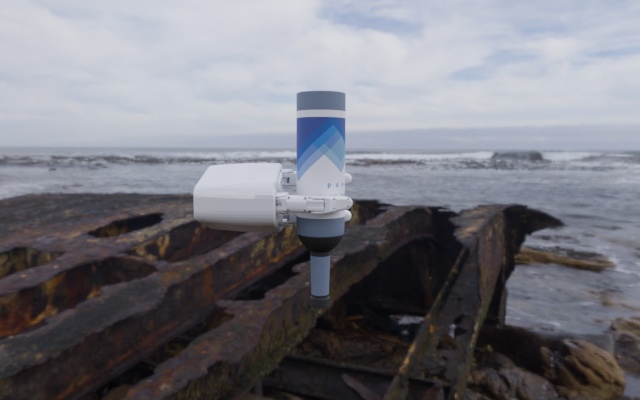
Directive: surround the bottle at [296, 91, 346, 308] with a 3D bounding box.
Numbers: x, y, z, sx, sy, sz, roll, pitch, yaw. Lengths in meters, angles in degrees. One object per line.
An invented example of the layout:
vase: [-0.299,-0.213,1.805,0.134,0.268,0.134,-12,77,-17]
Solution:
bottle: [0.000,0.002,0.659,0.069,0.296,0.069,0,6,0]
